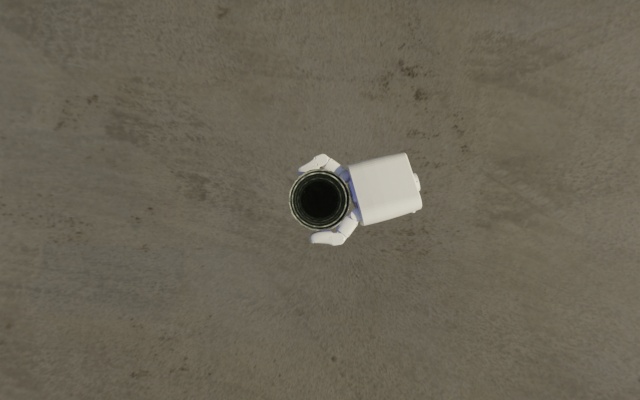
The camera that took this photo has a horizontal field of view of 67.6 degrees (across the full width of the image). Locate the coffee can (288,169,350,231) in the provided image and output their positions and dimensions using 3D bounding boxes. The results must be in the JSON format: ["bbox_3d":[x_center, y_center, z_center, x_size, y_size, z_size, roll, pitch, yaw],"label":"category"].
[{"bbox_3d":[0.000,0.003,0.849,0.103,0.103,0.140,0,-3,2],"label":"coffee can"}]
